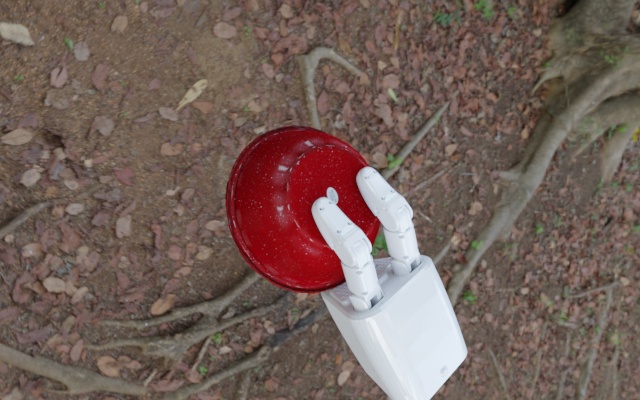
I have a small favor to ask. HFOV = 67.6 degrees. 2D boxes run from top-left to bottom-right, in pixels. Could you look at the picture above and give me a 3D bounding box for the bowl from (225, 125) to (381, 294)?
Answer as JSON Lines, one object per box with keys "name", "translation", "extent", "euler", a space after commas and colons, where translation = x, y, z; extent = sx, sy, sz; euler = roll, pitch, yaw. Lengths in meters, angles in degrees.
{"name": "bowl", "translation": [-0.001, 0.000, 0.431], "extent": [0.162, 0.162, 0.055], "euler": [0, -11, -29]}
